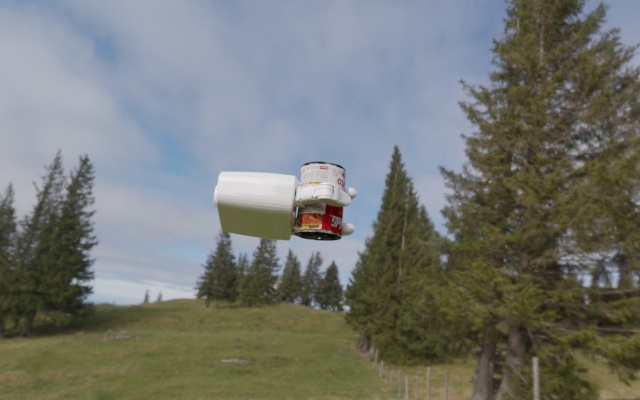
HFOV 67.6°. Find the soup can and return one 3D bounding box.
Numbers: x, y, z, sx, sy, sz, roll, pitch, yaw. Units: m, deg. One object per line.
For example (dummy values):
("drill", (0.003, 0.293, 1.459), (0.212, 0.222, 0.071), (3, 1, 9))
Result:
("soup can", (0.001, 0.002, 0.689), (0.068, 0.102, 0.068), (5, -15, 1))
